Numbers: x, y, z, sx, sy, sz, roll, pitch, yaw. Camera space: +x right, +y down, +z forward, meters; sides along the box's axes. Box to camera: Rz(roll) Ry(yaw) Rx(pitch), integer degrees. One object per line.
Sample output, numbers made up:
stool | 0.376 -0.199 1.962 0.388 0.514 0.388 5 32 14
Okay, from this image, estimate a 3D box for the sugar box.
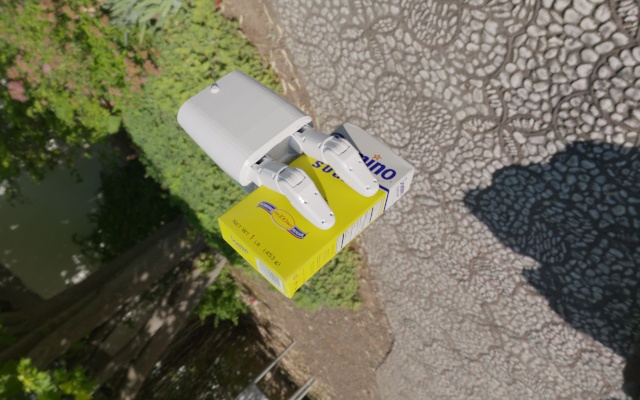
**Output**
sugar box | 0.000 0.001 0.463 0.093 0.176 0.048 39 -25 22
